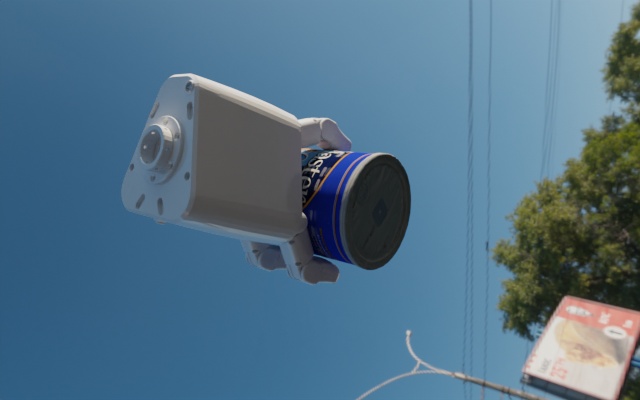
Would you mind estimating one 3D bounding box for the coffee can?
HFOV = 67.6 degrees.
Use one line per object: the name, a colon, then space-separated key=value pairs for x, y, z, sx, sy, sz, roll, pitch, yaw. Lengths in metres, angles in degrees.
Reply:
coffee can: x=0.000 y=0.001 z=0.458 sx=0.140 sy=0.103 sz=0.103 roll=10 pitch=6 yaw=39
